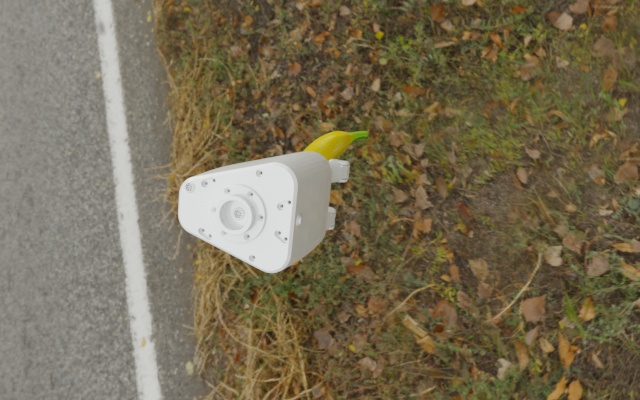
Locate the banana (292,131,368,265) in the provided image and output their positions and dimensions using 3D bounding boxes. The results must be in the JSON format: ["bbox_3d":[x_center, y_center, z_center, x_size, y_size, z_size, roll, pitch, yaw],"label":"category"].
[{"bbox_3d":[-0.014,-0.008,0.589,0.069,0.198,0.037,25,15,-18],"label":"banana"}]
